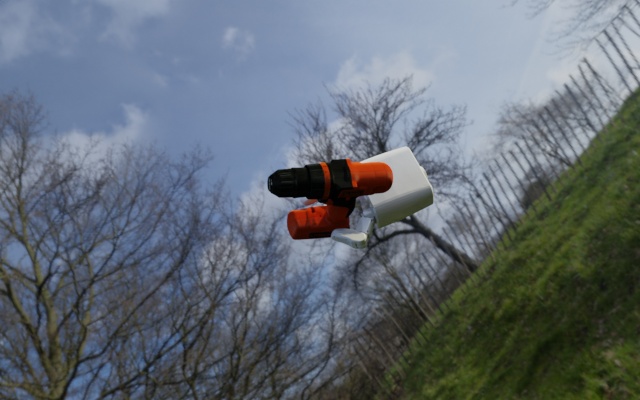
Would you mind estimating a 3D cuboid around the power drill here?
[{"bbox_3d":[0.000,0.003,0.737,0.184,0.057,0.188,-3,-24,-16],"label":"power drill"}]
